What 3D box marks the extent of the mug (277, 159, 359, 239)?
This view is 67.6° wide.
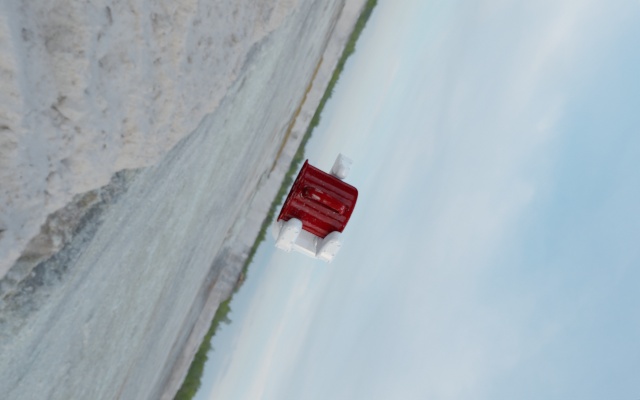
[{"bbox_3d":[0.001,0.002,0.624,0.081,0.093,0.117,26,-10,-6],"label":"mug"}]
